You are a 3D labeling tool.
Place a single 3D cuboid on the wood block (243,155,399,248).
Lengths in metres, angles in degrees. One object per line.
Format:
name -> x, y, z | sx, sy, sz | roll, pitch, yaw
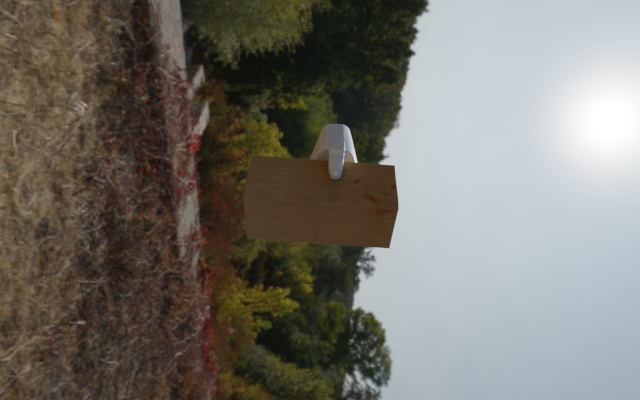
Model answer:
wood block -> 0.000, 0.002, 0.686 | 0.206, 0.090, 0.091 | 4, -44, 0
